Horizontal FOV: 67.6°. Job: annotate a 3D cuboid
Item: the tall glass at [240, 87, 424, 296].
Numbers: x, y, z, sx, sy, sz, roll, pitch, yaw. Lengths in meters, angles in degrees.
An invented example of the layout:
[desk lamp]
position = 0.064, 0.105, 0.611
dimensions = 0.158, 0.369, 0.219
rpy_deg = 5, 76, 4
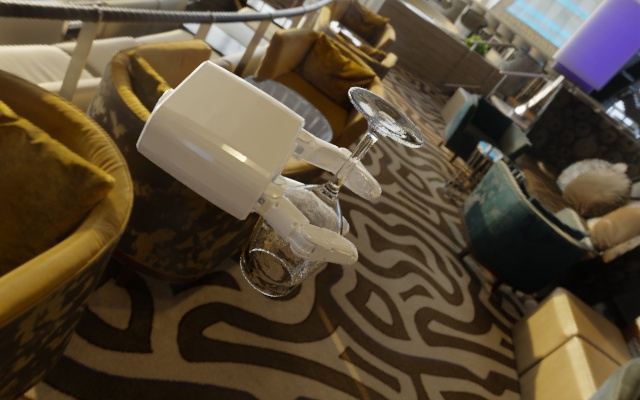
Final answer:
[tall glass]
position = 0.001, 0.001, 0.431
dimensions = 0.079, 0.201, 0.079
rpy_deg = 28, 29, -17
